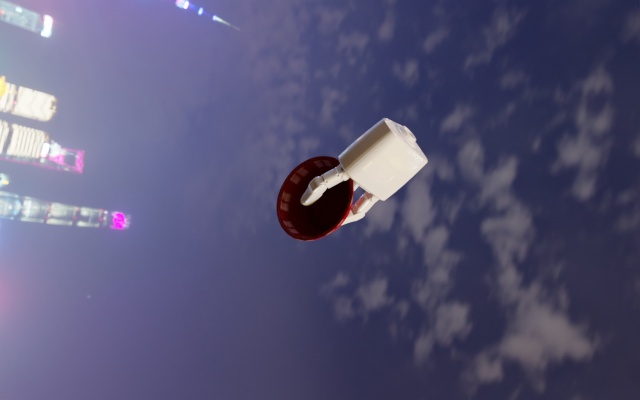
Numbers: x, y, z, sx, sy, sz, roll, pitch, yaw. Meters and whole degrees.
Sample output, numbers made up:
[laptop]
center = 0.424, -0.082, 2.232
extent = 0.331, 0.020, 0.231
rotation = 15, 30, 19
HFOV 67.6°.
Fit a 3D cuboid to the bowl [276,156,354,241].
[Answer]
[bowl]
center = -0.001, 0.003, 0.869
extent = 0.162, 0.162, 0.055
rotation = 0, -20, 33
